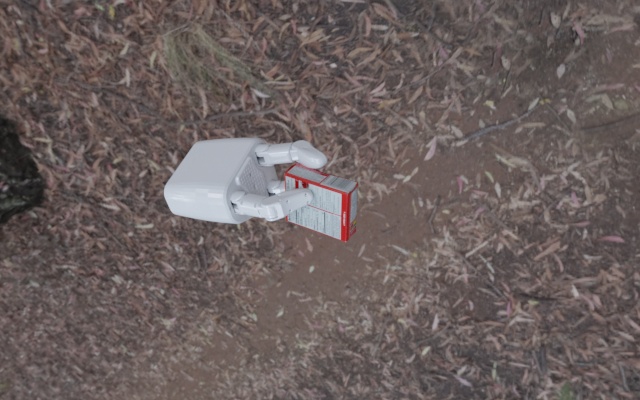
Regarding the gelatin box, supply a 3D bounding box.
[{"bbox_3d":[0.000,0.002,0.575,0.089,0.073,0.030,19,40,24],"label":"gelatin box"}]
